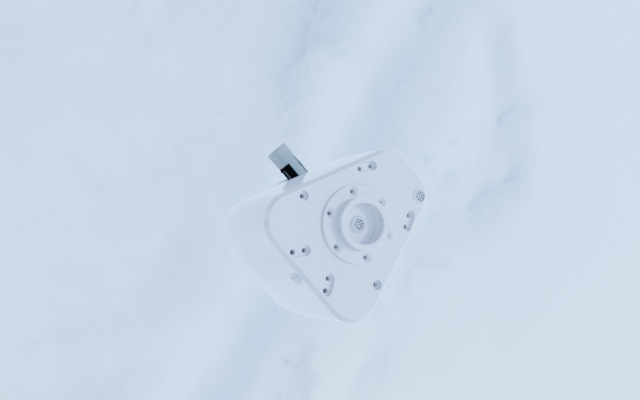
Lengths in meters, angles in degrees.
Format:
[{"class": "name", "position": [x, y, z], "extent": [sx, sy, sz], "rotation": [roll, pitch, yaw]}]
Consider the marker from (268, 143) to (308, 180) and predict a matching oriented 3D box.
[{"class": "marker", "position": [0.000, 0.001, 0.421], "extent": [0.020, 0.121, 0.020], "rotation": [-39, 11, 9]}]
